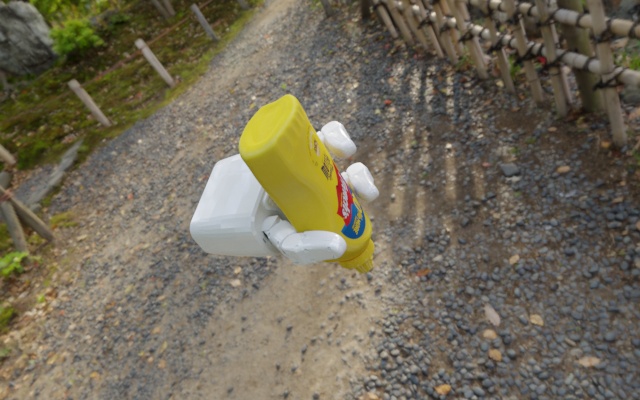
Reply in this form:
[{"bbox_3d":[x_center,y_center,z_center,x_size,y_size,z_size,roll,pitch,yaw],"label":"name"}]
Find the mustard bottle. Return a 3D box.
[{"bbox_3d":[0.000,0.001,0.452,0.058,0.192,0.096,-22,32,19],"label":"mustard bottle"}]
